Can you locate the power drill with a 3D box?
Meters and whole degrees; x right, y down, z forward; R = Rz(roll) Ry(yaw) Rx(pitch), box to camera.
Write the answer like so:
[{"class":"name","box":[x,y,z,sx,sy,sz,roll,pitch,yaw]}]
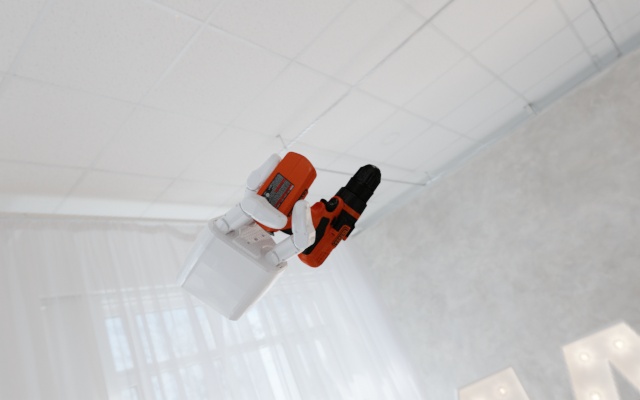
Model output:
[{"class":"power drill","box":[0.000,0.002,0.673,0.057,0.184,0.188,36,2,35]}]
